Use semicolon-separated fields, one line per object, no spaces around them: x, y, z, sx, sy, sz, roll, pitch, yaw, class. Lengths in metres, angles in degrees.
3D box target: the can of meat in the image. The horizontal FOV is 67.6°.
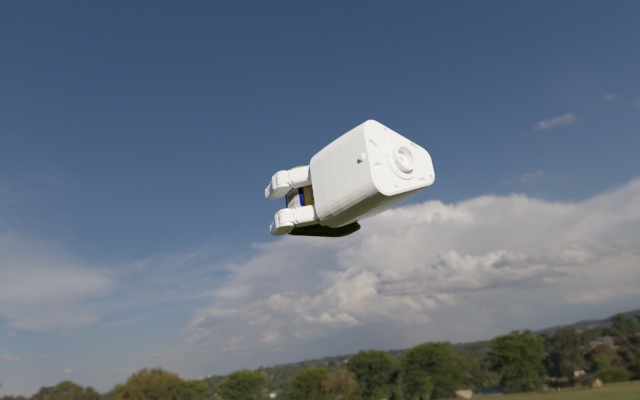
0.000;0.002;0.662;0.102;0.084;0.057;5;-23;-32;can of meat
